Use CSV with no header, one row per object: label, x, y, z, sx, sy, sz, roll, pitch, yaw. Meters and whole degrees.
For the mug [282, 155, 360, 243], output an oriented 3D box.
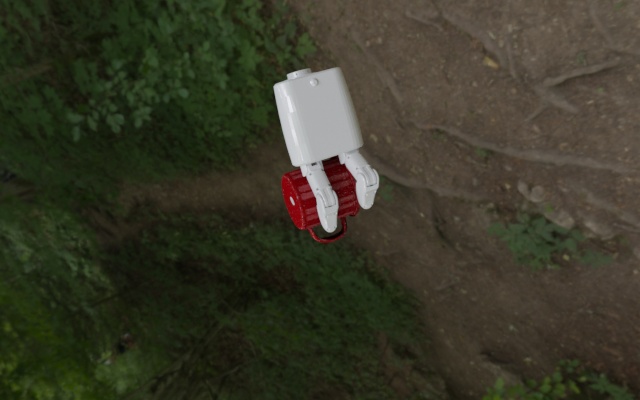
mug,0.000,0.004,0.661,0.081,0.117,0.093,-19,11,-16
